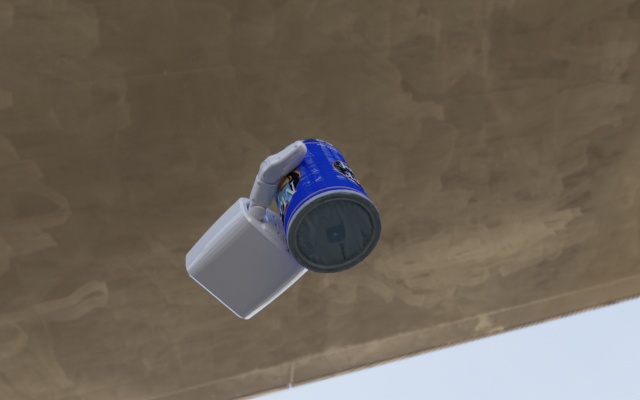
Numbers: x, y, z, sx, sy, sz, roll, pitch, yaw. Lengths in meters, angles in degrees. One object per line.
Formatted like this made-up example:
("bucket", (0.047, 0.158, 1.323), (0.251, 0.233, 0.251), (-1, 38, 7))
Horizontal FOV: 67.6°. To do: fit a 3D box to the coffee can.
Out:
("coffee can", (0.000, 0.002, 0.559), (0.103, 0.103, 0.140), (0, 30, -15))
